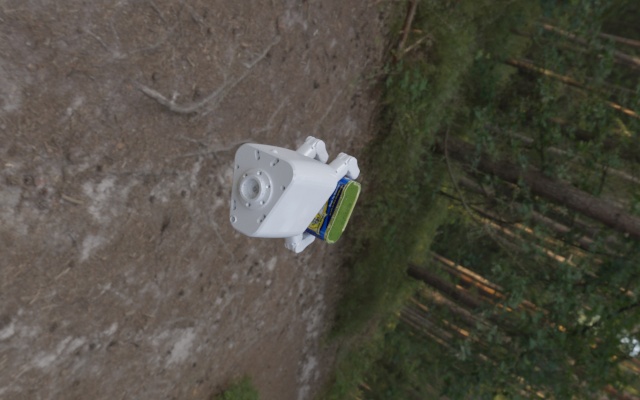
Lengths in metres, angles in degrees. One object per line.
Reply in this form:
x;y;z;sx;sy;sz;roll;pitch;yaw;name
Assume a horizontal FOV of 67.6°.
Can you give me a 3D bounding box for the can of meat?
0.000;0.003;0.697;0.084;0.102;0.057;25;7;26;can of meat
